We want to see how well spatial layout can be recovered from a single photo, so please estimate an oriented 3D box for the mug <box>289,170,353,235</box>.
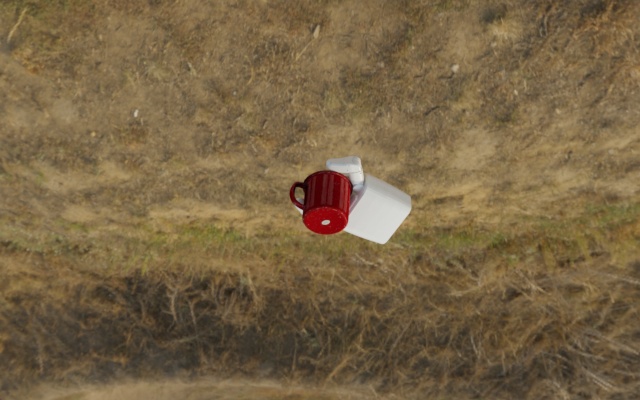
[{"bbox_3d":[-0.001,0.002,0.847,0.117,0.081,0.093,21,-43,-18],"label":"mug"}]
